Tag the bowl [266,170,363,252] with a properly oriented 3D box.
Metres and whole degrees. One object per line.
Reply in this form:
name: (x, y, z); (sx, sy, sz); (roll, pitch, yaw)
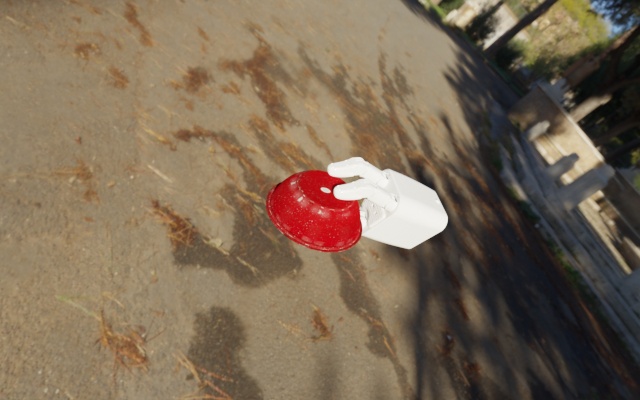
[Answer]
bowl: (-0.001, 0.002, 0.734); (0.162, 0.055, 0.162); (15, 38, -12)
